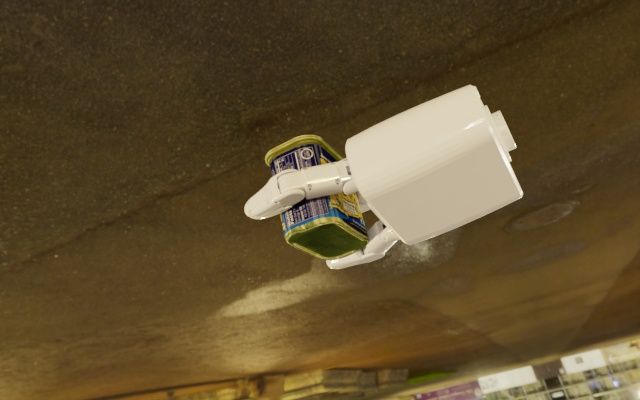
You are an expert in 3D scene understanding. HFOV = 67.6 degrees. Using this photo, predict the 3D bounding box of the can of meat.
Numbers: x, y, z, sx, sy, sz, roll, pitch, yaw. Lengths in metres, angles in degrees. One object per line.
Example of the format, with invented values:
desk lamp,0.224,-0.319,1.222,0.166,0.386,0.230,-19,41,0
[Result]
can of meat,0.000,0.002,0.439,0.057,0.084,0.102,-23,-27,19
